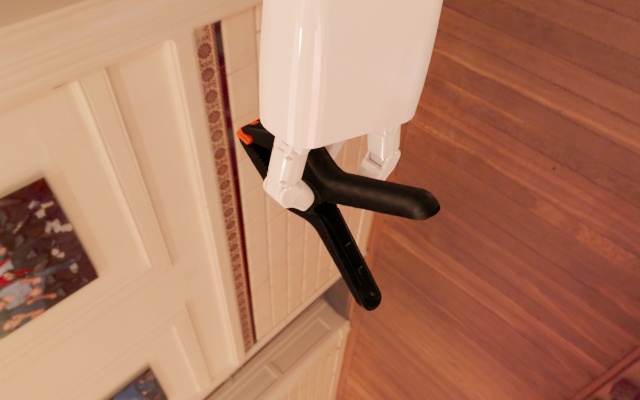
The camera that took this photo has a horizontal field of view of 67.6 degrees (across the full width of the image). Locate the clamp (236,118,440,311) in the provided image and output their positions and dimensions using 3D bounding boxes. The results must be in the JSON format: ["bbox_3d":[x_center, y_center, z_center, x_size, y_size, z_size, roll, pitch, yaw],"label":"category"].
[{"bbox_3d":[-0.001,0.001,0.437,0.210,0.165,0.036,38,52,25],"label":"clamp"}]
